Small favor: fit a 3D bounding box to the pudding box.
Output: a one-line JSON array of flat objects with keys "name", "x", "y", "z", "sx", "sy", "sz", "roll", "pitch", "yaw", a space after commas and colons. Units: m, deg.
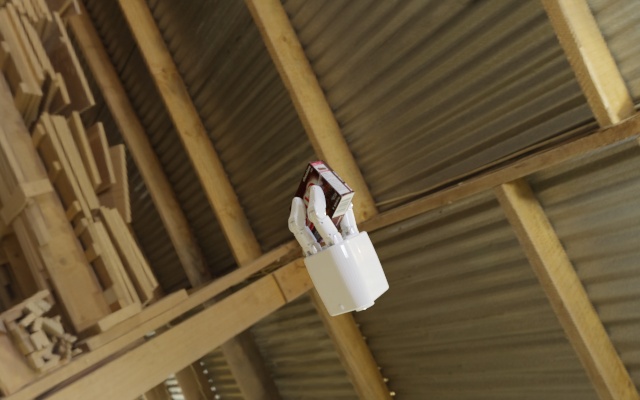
[{"name": "pudding box", "x": 0.000, "y": 0.003, "z": 0.804, "sx": 0.039, "sy": 0.113, "sz": 0.090, "roll": -14, "pitch": 51, "yaw": -44}]
